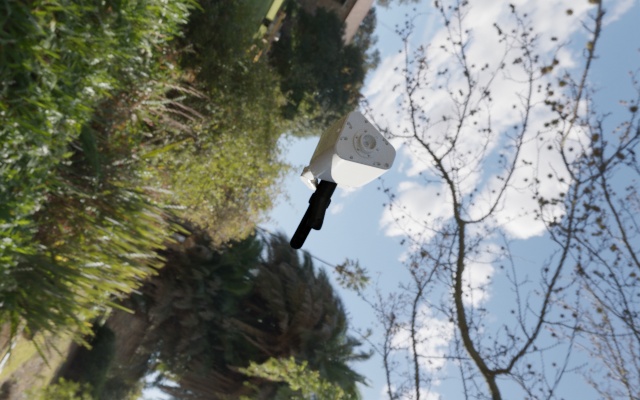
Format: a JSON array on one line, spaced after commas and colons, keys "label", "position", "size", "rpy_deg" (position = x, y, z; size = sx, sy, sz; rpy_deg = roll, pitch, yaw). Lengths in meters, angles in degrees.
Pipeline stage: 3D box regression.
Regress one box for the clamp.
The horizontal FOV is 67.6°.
[{"label": "clamp", "position": [0.001, 0.003, 0.856], "size": [0.039, 0.171, 0.120], "rpy_deg": [29, -22, -15]}]
